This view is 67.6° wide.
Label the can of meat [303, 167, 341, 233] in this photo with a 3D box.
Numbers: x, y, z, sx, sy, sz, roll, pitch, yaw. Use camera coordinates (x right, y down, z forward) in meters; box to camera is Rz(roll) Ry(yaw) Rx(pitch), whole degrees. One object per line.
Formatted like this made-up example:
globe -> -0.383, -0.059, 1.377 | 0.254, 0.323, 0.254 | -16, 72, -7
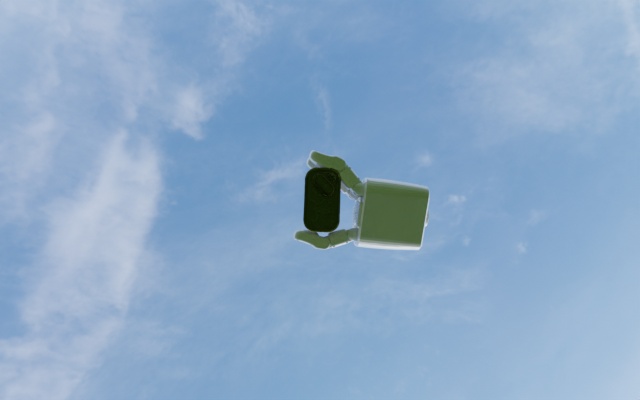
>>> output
can of meat -> 0.000, 0.003, 0.784 | 0.057, 0.102, 0.084 | 2, -5, -4
